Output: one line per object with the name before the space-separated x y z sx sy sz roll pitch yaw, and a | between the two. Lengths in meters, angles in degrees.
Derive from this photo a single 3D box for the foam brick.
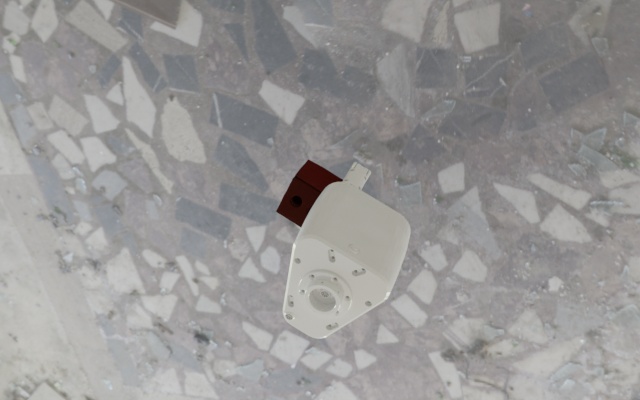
foam brick | 0.000 0.002 0.531 0.078 0.053 0.051 31 32 2
